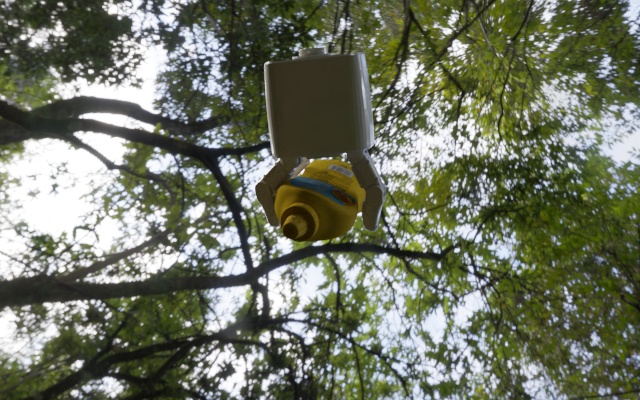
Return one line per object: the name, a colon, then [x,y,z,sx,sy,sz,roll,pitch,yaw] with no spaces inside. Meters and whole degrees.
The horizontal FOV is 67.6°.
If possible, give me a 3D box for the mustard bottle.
mustard bottle: [0.000,0.002,0.566,0.096,0.058,0.191,24,23,11]
